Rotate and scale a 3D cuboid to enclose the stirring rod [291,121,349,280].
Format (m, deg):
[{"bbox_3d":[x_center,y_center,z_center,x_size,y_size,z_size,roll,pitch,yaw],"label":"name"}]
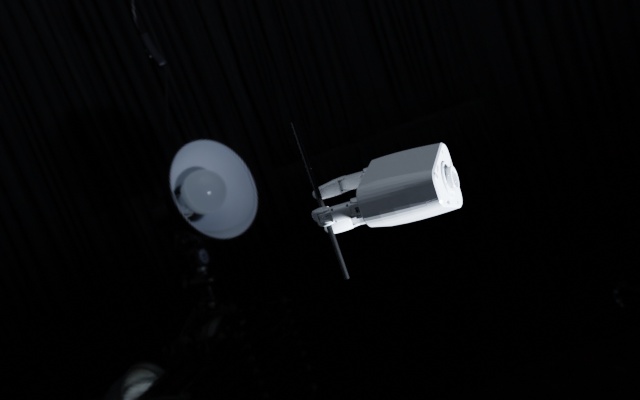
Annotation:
[{"bbox_3d":[0.000,0.002,0.689,0.011,0.239,0.011,-19,7,2],"label":"stirring rod"}]
